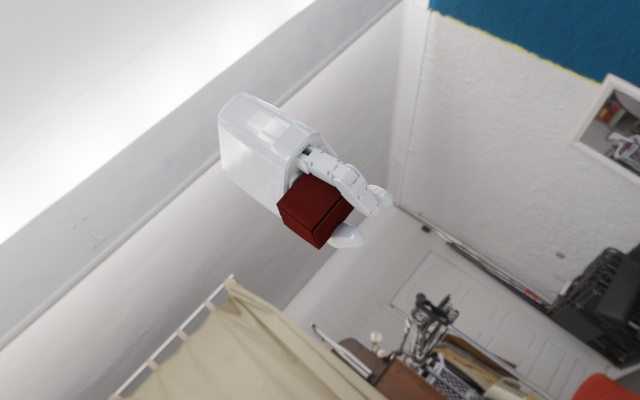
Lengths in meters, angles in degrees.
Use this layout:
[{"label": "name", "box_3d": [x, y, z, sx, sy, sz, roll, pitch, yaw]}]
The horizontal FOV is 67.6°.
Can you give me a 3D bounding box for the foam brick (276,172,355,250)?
[{"label": "foam brick", "box_3d": [0.000, 0.002, 0.499, 0.051, 0.078, 0.053, 34, -19, 21]}]
